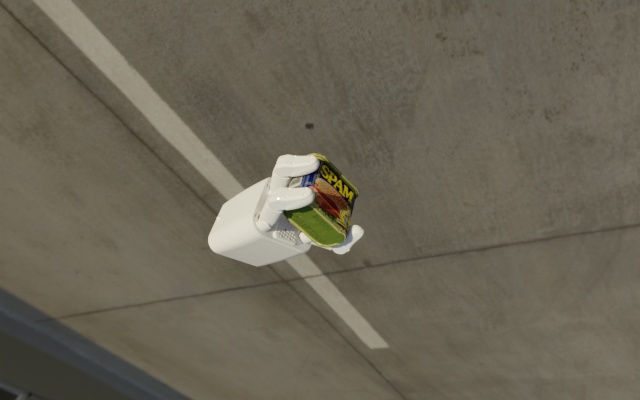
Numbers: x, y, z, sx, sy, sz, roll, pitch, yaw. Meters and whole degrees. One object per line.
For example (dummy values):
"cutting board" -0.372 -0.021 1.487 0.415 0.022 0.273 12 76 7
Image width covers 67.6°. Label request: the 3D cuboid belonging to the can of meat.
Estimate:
"can of meat" 0.000 0.002 0.646 0.057 0.084 0.102 -21 -51 37
